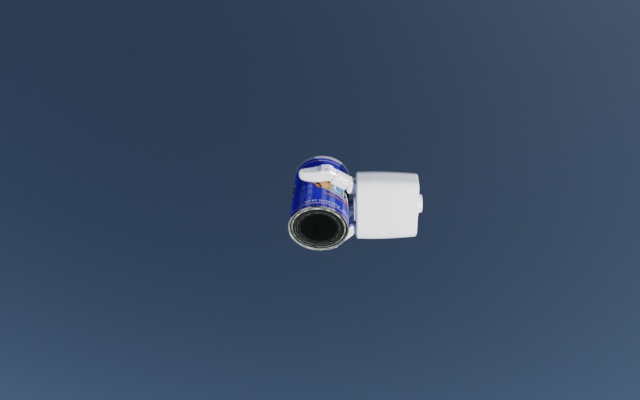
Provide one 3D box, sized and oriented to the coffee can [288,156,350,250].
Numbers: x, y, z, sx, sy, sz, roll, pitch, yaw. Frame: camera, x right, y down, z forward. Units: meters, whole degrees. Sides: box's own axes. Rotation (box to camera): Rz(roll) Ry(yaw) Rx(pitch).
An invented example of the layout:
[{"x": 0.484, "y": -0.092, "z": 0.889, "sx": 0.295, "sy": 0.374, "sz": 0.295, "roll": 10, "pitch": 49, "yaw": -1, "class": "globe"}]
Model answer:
[{"x": 0.000, "y": 0.003, "z": 0.846, "sx": 0.103, "sy": 0.103, "sz": 0.140, "roll": 0, "pitch": 41, "yaw": 4, "class": "coffee can"}]
